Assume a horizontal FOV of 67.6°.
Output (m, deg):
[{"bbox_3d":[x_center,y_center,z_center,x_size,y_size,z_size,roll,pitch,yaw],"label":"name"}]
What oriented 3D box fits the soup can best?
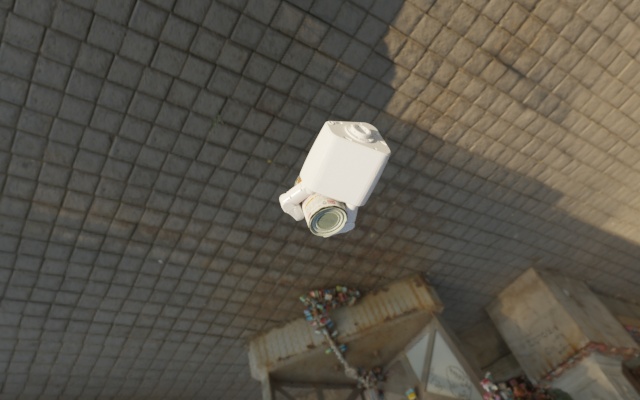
[{"bbox_3d":[0.000,0.003,0.814,0.068,0.068,0.102,0,41,-20],"label":"soup can"}]
